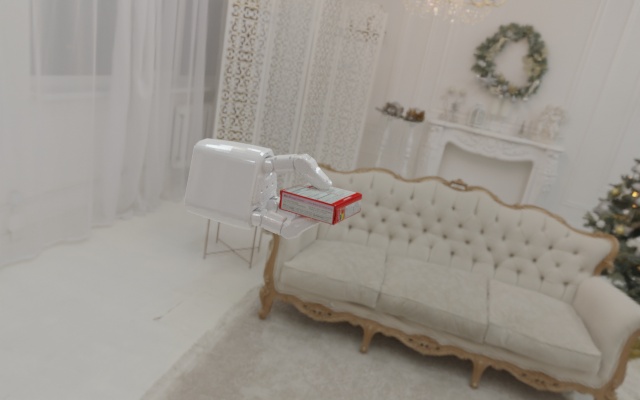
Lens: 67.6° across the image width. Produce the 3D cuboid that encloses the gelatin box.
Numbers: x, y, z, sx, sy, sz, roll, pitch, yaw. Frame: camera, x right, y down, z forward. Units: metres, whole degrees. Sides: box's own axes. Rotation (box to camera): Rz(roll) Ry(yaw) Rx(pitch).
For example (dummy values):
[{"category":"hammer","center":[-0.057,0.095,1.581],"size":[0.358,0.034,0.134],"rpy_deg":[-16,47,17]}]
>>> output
[{"category":"gelatin box","center":[0.000,0.002,0.642],"size":[0.089,0.030,0.073],"rpy_deg":[14,19,29]}]
